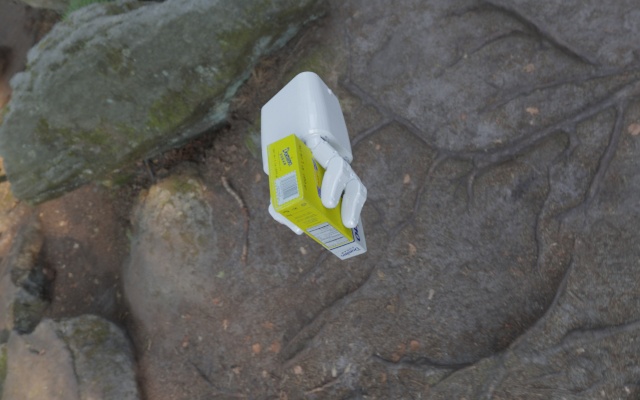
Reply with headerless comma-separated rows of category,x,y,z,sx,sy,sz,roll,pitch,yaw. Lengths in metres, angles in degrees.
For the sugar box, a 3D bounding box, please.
sugar box,0.001,0.002,0.600,0.048,0.093,0.176,-22,-33,22
